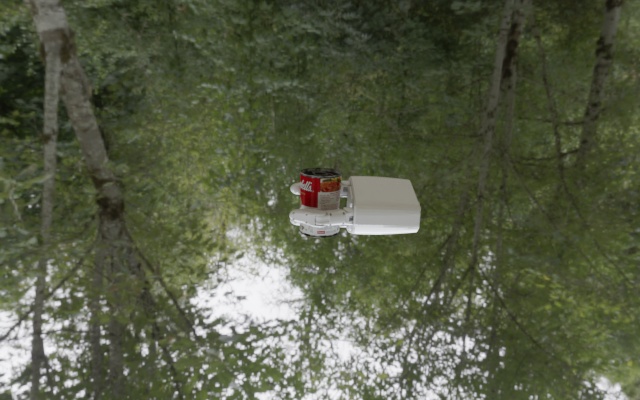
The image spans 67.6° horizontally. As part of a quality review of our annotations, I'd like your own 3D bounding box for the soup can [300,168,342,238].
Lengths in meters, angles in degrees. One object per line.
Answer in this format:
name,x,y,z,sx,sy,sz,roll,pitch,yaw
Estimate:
soup can,0.000,0.003,0.780,0.068,0.102,0.068,2,15,0
